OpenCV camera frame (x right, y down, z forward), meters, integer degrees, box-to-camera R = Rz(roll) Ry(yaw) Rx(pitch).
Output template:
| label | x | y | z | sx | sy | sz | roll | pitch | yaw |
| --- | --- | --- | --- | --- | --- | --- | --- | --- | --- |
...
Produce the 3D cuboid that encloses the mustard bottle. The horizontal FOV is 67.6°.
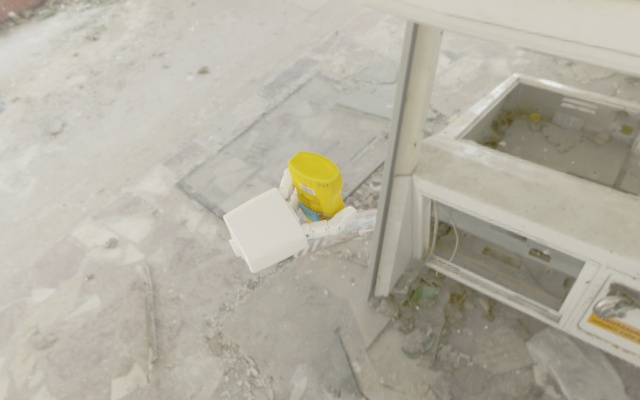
| label | x | y | z | sx | sy | sz | roll | pitch | yaw |
| --- | --- | --- | --- | --- | --- | --- | --- | --- | --- |
| mustard bottle | 0.000 | 0.002 | 0.859 | 0.096 | 0.058 | 0.192 | 26 | -31 | 27 |
